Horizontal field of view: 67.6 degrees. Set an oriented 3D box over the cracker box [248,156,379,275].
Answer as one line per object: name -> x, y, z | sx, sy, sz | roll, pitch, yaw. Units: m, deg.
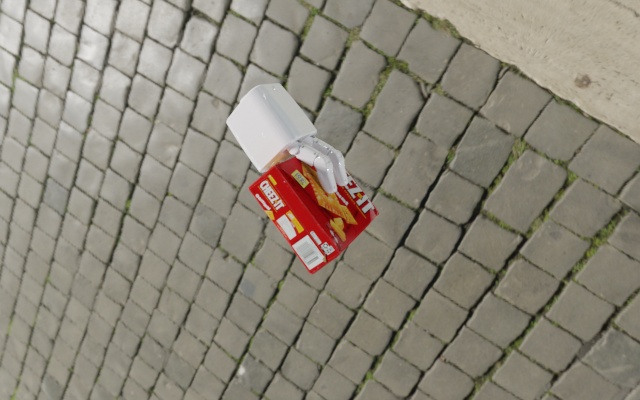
cracker box -> 0.000, 0.003, 0.789 | 0.072, 0.164, 0.213 | -37, -2, 27
